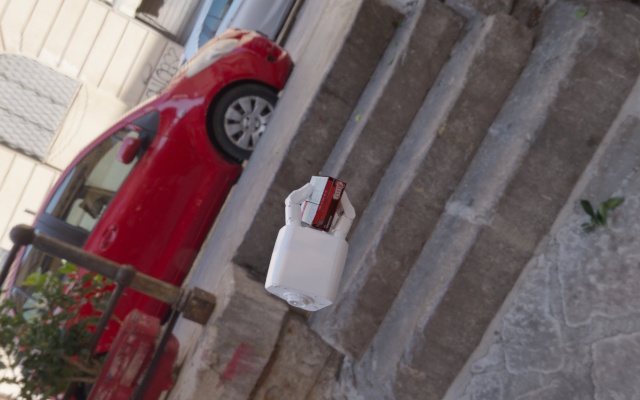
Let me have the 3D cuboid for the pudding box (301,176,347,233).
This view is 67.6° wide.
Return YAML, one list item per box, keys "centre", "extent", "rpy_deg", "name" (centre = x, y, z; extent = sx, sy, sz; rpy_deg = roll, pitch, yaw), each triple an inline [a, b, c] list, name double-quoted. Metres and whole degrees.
- centre: [0.000, 0.003, 0.837]
  extent: [0.039, 0.090, 0.113]
  rpy_deg: [22, -2, -17]
  name: "pudding box"
